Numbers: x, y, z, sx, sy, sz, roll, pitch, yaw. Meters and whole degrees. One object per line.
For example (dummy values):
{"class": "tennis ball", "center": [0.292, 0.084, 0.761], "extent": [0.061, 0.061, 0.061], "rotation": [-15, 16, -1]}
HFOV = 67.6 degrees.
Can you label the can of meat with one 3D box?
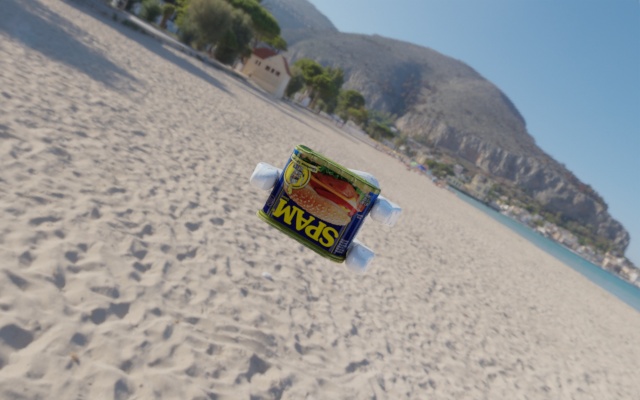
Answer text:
{"class": "can of meat", "center": [0.000, 0.001, 0.487], "extent": [0.102, 0.084, 0.057], "rotation": [30, 8, 9]}
